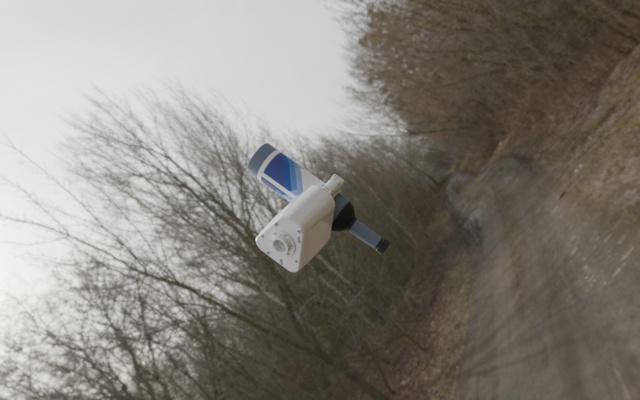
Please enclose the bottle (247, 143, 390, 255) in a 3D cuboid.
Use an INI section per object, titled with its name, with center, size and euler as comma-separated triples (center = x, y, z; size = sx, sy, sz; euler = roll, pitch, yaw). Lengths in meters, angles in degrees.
[bottle]
center = 0.000, 0.003, 0.884
size = 0.295, 0.069, 0.069
euler = 36, 6, 8
